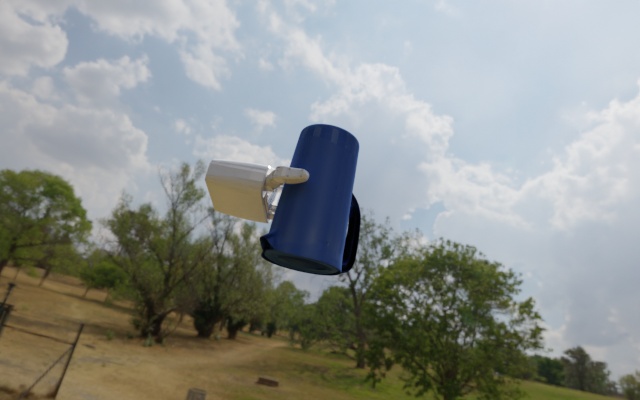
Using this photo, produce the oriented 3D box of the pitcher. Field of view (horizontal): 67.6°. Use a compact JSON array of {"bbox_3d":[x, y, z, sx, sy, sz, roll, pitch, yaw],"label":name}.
[{"bbox_3d":[0.000,0.003,0.813,0.145,0.242,0.149,10,-19,10],"label":"pitcher"}]
